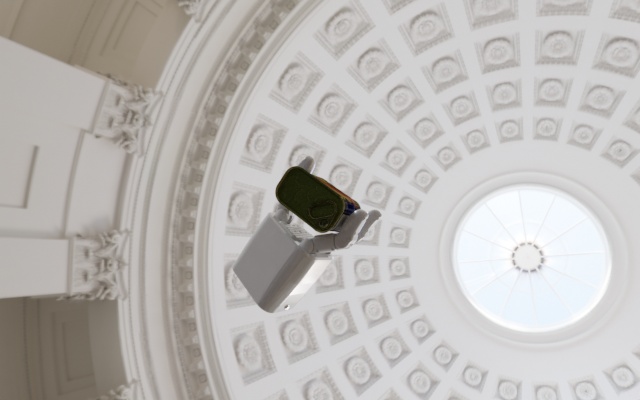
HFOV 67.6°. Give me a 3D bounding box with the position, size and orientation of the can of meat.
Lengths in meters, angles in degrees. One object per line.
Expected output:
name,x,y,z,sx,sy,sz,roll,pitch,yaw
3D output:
can of meat,0.000,0.002,0.670,0.102,0.057,0.084,36,8,22
